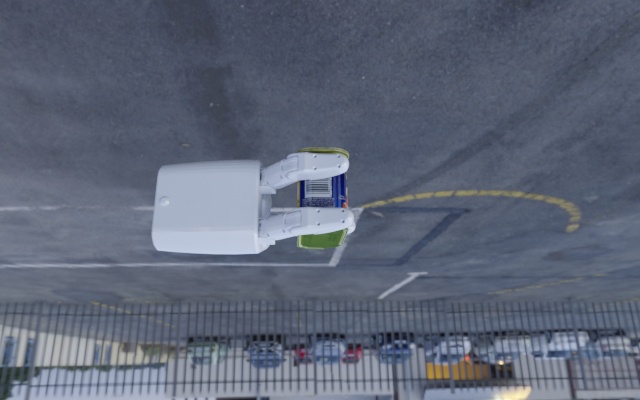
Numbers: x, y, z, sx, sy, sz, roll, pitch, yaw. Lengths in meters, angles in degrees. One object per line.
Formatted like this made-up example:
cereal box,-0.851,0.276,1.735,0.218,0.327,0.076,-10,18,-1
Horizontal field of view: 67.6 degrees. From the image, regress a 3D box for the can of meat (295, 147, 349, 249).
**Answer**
can of meat,0.000,0.002,0.515,0.057,0.084,0.102,1,-19,-2
